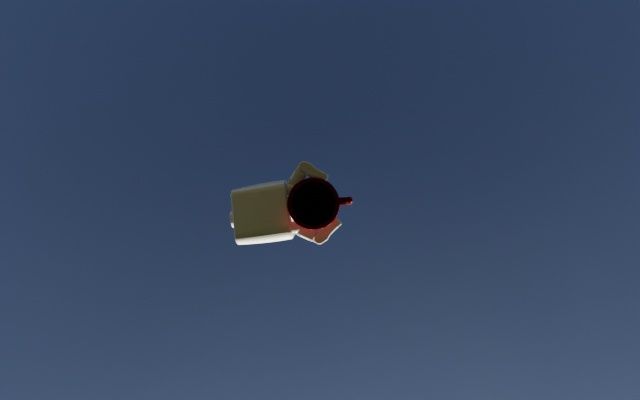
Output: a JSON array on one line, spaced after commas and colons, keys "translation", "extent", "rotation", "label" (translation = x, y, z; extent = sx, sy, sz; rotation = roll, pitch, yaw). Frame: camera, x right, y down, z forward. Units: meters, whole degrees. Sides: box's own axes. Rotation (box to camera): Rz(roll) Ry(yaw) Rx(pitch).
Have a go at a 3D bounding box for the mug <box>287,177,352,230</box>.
[{"translation": [0.002, 0.003, 0.879], "extent": [0.117, 0.093, 0.081], "rotation": [-7, 2, 1], "label": "mug"}]
